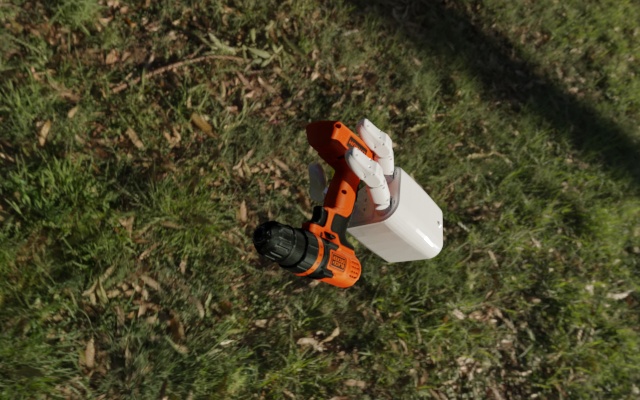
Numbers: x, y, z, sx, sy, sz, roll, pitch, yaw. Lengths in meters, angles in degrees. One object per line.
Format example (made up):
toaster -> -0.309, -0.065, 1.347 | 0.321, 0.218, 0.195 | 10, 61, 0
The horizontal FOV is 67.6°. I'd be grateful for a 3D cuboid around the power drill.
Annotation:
power drill -> 0.000, 0.002, 0.583 | 0.057, 0.187, 0.184 | 3, -18, 35
